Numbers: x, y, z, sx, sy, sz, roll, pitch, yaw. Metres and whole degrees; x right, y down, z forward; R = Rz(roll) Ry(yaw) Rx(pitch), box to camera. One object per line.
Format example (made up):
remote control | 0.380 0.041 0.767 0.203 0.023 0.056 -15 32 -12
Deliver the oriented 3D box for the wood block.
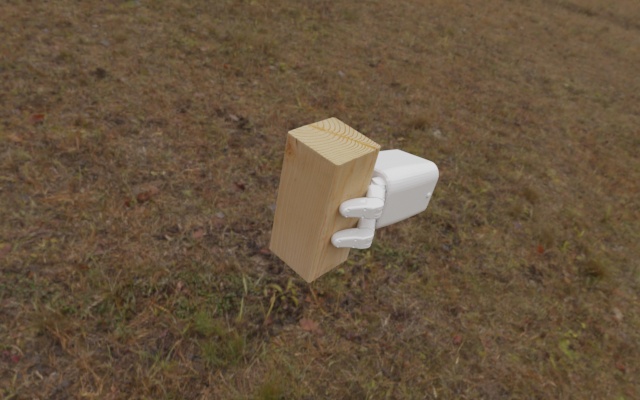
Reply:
wood block | 0.000 0.002 0.672 0.090 0.206 0.090 37 43 29
